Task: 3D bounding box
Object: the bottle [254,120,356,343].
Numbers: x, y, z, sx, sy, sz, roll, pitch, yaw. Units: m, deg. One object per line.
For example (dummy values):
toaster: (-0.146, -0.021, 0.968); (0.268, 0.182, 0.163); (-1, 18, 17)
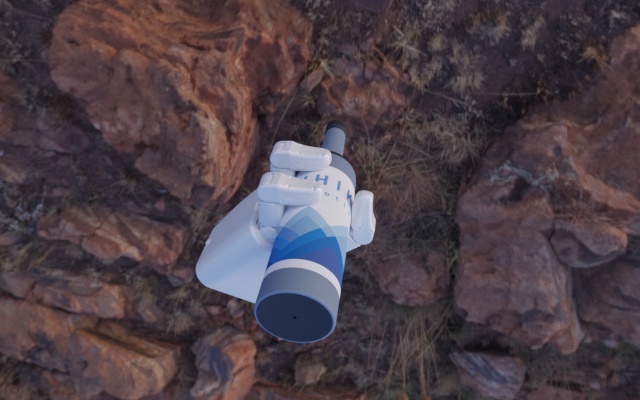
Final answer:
bottle: (0.000, 0.002, 0.491); (0.069, 0.069, 0.295); (0, 39, 11)
